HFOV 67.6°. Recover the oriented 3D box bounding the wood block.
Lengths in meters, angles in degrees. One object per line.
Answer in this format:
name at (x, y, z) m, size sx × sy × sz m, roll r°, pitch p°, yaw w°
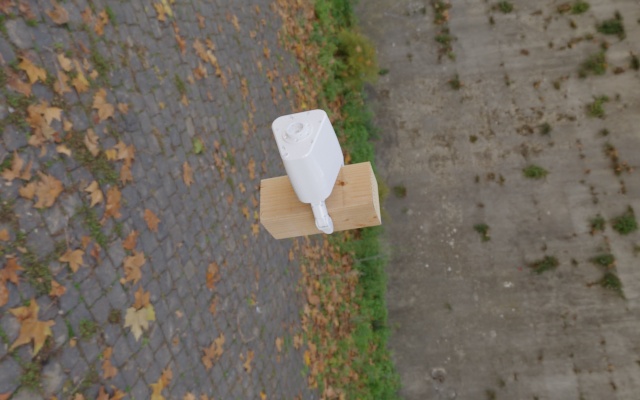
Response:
wood block at (0.000, 0.003, 0.886) m, size 0.206 × 0.090 × 0.090 m, roll -9°, pitch -29°, yaw 13°
